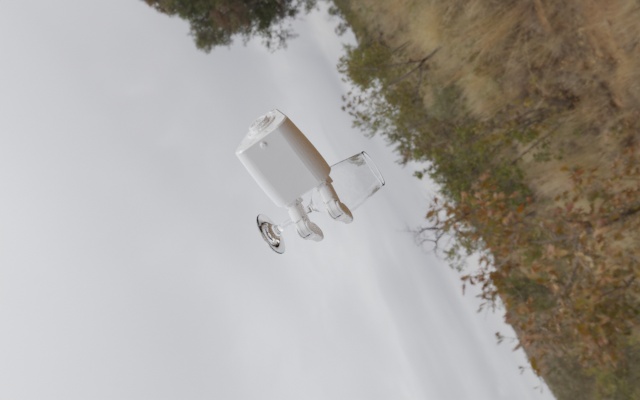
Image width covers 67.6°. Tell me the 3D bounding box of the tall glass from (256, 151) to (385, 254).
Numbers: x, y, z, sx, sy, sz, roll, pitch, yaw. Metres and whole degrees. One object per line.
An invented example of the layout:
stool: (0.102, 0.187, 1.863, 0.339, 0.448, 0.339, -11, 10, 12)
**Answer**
tall glass: (0.000, 0.003, 0.746, 0.201, 0.079, 0.079, -32, -9, 15)
